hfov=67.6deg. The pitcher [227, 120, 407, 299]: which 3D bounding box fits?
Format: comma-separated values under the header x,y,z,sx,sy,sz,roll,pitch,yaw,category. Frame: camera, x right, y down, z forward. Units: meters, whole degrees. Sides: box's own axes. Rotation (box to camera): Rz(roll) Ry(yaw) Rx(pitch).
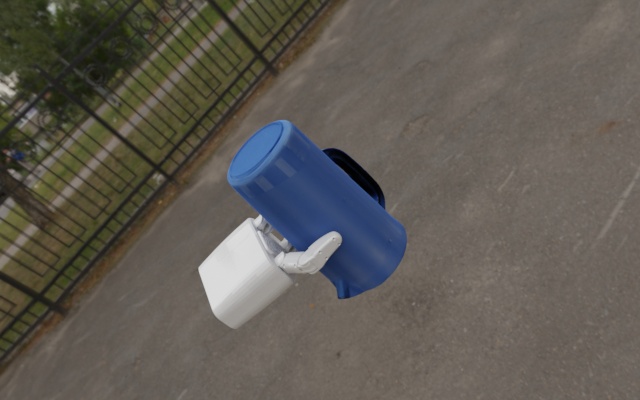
x,y,z,sx,sy,sz,roll,pitch,yaw,category
0.000,0.002,0.644,0.243,0.145,0.149,44,9,-29,pitcher
